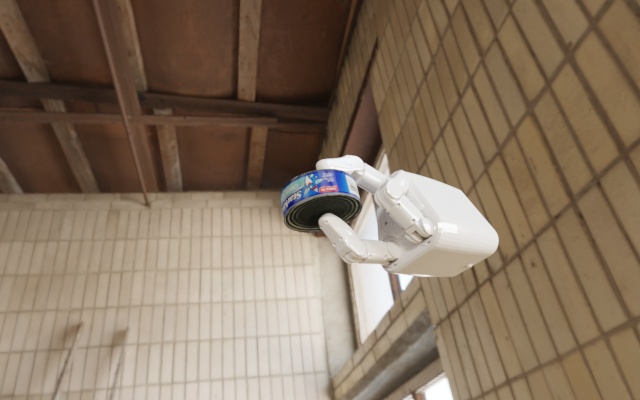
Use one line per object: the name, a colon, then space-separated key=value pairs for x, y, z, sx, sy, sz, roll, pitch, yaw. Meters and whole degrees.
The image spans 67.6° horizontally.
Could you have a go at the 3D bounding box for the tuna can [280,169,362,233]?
tuna can: x=0.000 y=0.001 z=0.518 sx=0.086 sy=0.033 sz=0.086 roll=-10 pitch=-27 yaw=-5
